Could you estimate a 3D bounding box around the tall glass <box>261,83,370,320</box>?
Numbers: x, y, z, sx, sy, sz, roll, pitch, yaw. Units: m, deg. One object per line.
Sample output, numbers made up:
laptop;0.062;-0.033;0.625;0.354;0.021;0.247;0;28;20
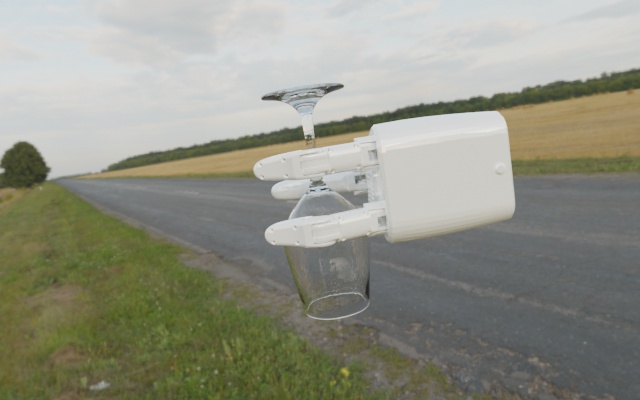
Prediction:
tall glass;0.000;0.001;0.432;0.079;0.201;0.079;-9;7;1
